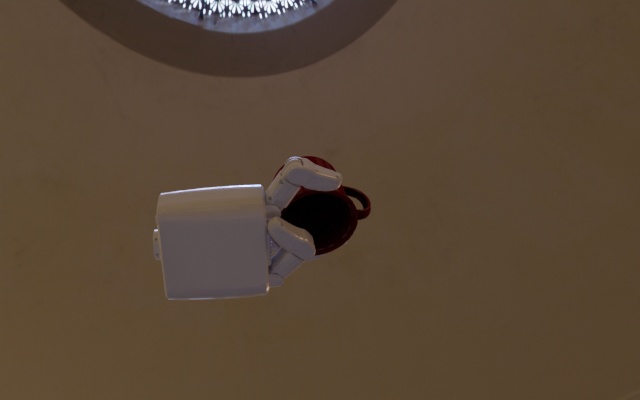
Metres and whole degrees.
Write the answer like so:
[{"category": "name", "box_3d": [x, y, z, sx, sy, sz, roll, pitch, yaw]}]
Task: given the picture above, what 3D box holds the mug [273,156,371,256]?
[{"category": "mug", "box_3d": [0.001, 0.002, 0.550, 0.117, 0.093, 0.081, -2, 37, -12]}]
